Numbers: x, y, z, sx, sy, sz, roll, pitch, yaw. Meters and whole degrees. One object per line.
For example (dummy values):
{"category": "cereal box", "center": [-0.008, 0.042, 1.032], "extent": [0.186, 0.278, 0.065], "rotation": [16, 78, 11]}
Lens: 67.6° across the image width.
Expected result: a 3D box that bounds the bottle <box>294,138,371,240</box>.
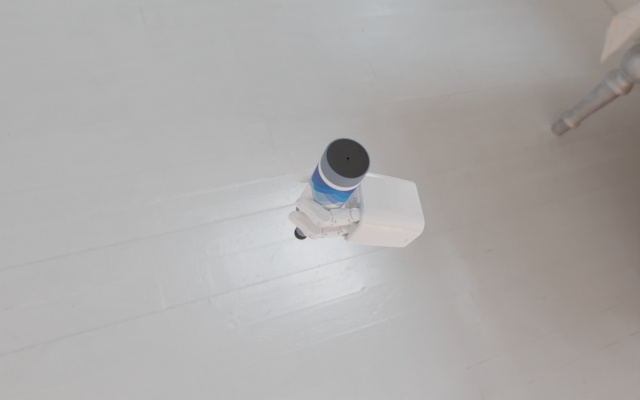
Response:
{"category": "bottle", "center": [0.000, 0.002, 0.783], "extent": [0.069, 0.069, 0.296], "rotation": [0, -24, -16]}
